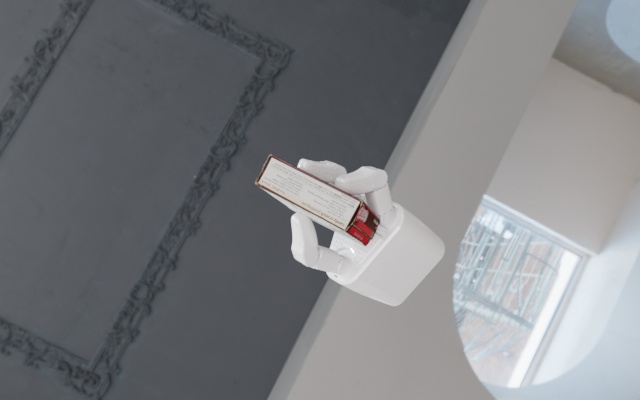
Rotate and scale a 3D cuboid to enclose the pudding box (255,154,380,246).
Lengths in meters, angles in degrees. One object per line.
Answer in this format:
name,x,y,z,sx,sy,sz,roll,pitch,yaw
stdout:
pudding box,0.000,0.002,0.495,0.113,0.039,0.090,25,-6,22
